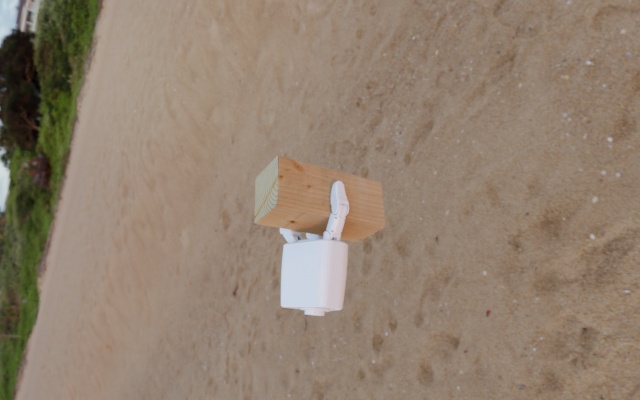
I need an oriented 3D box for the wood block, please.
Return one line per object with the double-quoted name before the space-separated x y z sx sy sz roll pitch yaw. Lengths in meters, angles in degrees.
"wood block" 0.000 0.003 0.823 0.206 0.090 0.091 12 -28 -28
